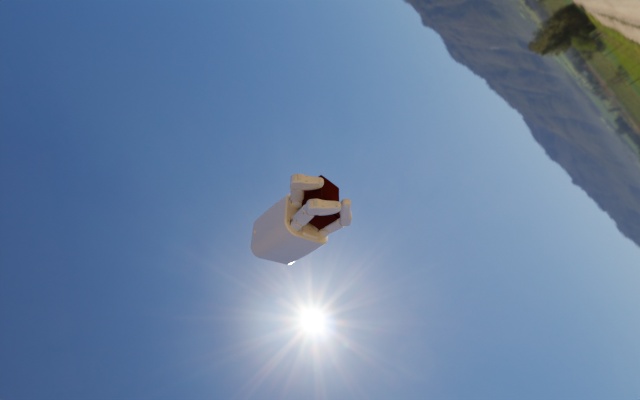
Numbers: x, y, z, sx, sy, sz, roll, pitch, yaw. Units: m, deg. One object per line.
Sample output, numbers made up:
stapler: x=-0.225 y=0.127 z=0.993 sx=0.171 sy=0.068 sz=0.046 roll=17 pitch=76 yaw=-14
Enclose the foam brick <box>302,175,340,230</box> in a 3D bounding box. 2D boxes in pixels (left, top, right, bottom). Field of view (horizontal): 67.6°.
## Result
foam brick: x=0.000 y=0.003 z=0.885 sx=0.051 sy=0.078 sz=0.053 roll=-33 pitch=-53 yaw=29
